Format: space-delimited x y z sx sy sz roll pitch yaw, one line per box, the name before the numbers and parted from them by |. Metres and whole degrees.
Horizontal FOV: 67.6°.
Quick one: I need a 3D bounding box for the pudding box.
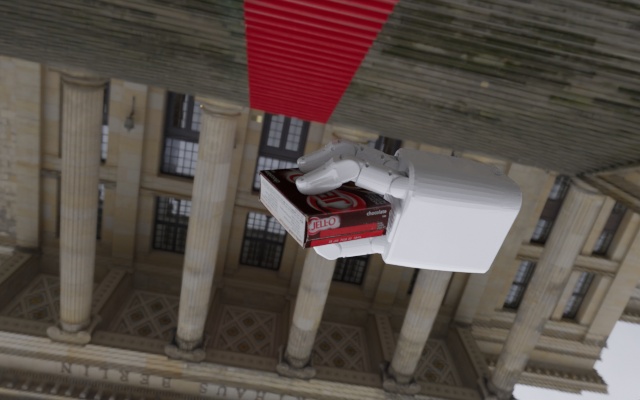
pudding box | 0.000 0.002 0.467 0.090 0.039 0.113 -6 24 -29
